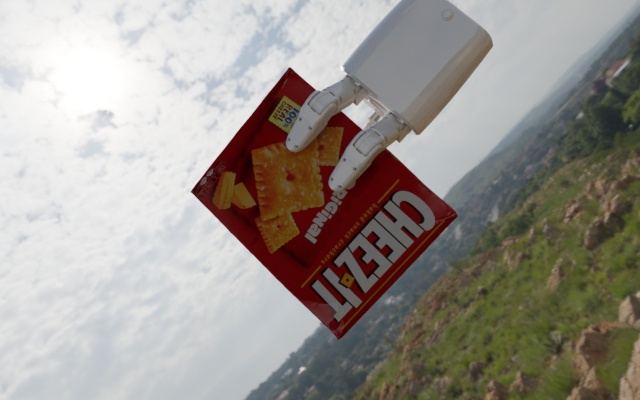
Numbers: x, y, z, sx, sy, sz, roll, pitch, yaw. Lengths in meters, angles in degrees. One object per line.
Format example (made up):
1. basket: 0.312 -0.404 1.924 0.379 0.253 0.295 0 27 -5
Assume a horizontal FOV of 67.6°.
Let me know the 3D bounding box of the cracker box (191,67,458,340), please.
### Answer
1. cracker box: 0.000 0.001 0.477 0.213 0.164 0.072 43 9 11
